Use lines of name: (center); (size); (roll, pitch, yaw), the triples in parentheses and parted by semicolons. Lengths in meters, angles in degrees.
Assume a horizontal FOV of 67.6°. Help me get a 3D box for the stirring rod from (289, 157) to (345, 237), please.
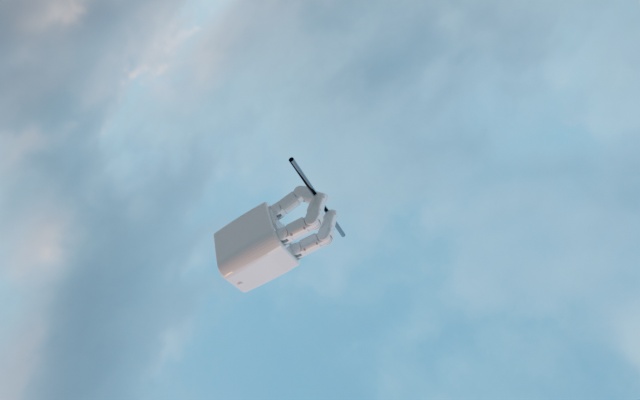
stirring rod: (0.000, 0.002, 0.764); (0.011, 0.011, 0.240); (0, -30, 23)
